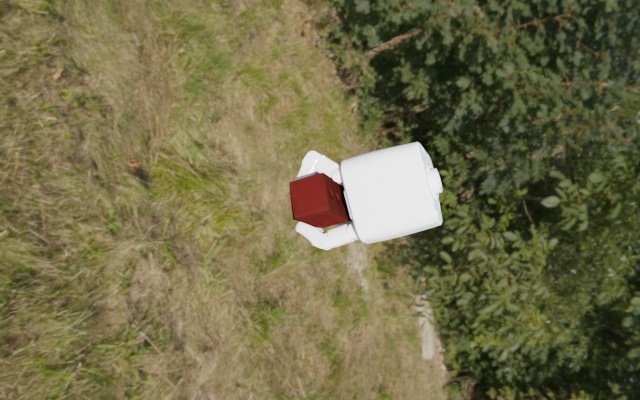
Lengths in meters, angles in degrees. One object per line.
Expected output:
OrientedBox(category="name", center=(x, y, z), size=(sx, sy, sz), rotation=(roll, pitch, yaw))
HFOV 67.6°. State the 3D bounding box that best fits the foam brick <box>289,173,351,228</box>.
OrientedBox(category="foam brick", center=(0.000, 0.002, 0.634), size=(0.051, 0.053, 0.078), rotation=(-15, -17, 21))
